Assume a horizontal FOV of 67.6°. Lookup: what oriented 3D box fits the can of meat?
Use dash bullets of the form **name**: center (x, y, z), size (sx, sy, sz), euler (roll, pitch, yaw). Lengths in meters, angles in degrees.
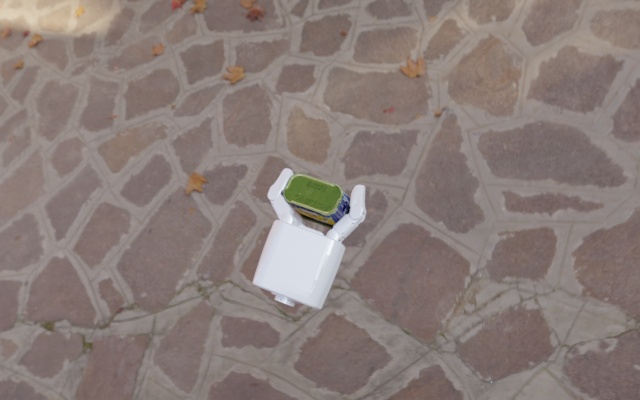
- **can of meat**: center (0.000, 0.002, 0.768), size (0.102, 0.057, 0.084), euler (19, -12, 25)
